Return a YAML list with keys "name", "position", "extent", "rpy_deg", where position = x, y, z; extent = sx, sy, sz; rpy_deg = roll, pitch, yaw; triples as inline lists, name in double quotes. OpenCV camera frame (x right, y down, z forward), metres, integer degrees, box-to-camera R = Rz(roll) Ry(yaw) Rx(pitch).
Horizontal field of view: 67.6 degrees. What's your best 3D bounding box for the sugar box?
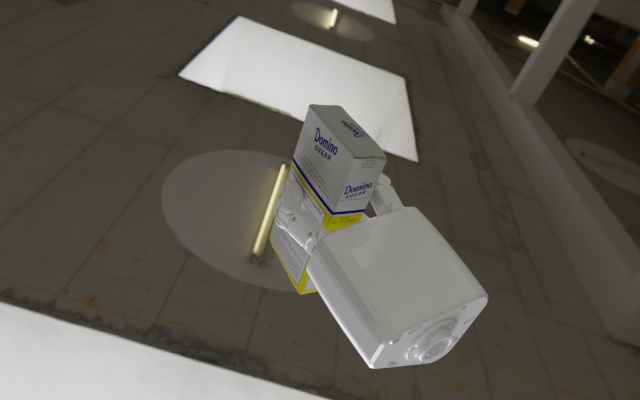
- name: "sugar box"
  position: [0.001, 0.002, 0.488]
  extent: [0.048, 0.176, 0.093]
  rpy_deg: [-3, 41, -34]
